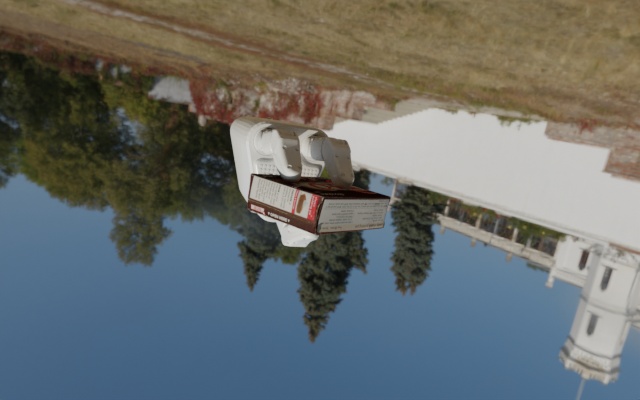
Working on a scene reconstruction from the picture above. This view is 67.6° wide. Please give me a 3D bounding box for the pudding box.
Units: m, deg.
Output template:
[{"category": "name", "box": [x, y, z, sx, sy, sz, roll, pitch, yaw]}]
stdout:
[{"category": "pudding box", "box": [0.000, 0.002, 0.460, 0.090, 0.039, 0.113, 17, 13, 37]}]
